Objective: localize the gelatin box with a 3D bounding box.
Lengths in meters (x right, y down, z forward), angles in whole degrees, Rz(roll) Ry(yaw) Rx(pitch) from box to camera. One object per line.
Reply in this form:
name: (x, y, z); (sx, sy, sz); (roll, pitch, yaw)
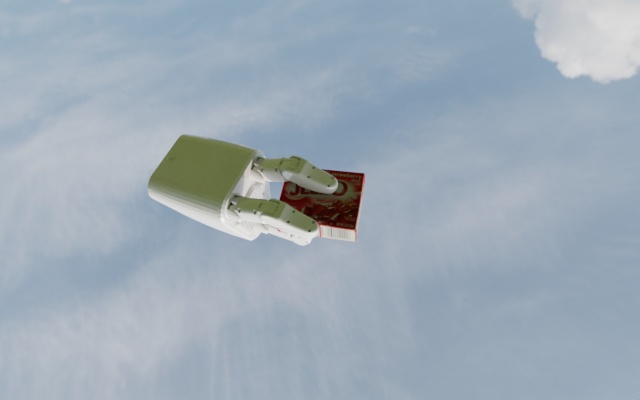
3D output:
gelatin box: (0.000, 0.002, 0.522); (0.089, 0.073, 0.030); (7, -32, 8)
